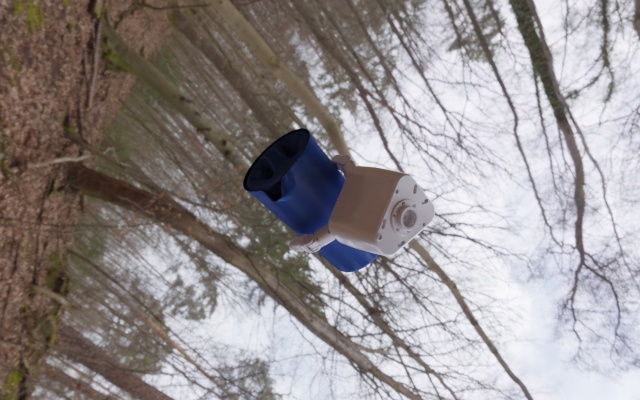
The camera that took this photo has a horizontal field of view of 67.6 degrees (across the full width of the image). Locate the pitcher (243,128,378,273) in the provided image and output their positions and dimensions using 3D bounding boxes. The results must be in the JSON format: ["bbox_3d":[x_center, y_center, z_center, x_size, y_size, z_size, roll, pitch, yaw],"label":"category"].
[{"bbox_3d":[0.000,0.003,0.795,0.243,0.149,0.145,47,-20,-29],"label":"pitcher"}]
